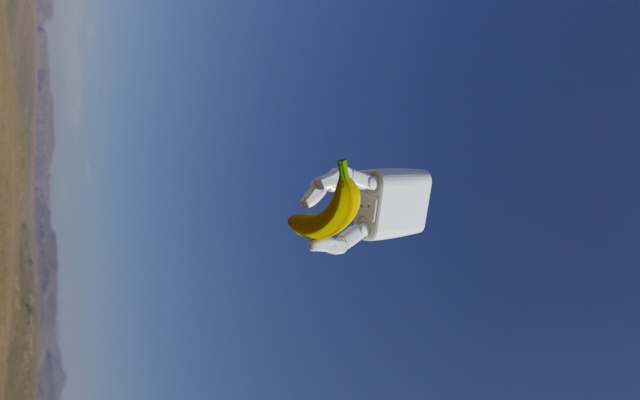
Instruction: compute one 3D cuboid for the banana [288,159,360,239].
[{"bbox_3d":[0.007,0.018,0.667,0.037,0.069,0.198,-8,-22,-30],"label":"banana"}]
